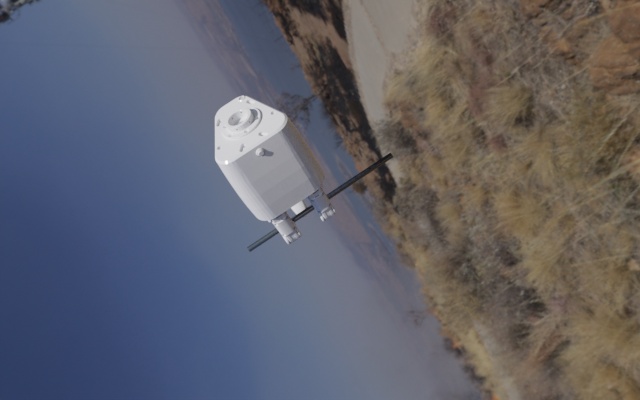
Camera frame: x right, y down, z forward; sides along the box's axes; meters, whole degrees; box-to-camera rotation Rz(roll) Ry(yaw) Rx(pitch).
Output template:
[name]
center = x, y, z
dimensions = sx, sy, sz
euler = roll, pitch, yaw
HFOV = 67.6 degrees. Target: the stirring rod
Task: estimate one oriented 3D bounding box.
[stirring rod]
center = 0.000, 0.002, 0.669
dimensions = 0.239, 0.011, 0.011
euler = -33, 1, -2
